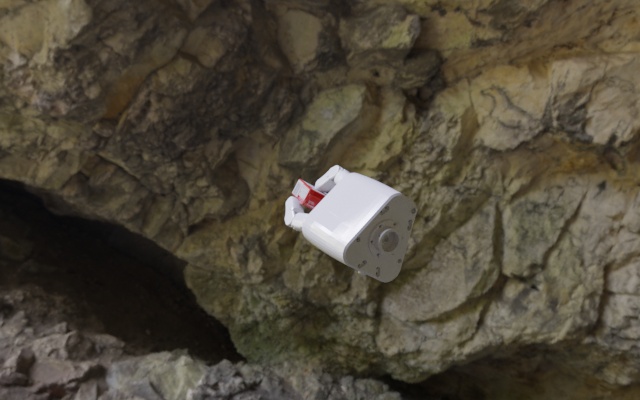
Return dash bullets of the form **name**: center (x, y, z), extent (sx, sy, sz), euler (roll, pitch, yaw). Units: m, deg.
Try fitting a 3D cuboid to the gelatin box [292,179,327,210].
- **gelatin box**: center (0.000, 0.002, 0.732), extent (0.073, 0.030, 0.089), euler (28, 4, -18)
